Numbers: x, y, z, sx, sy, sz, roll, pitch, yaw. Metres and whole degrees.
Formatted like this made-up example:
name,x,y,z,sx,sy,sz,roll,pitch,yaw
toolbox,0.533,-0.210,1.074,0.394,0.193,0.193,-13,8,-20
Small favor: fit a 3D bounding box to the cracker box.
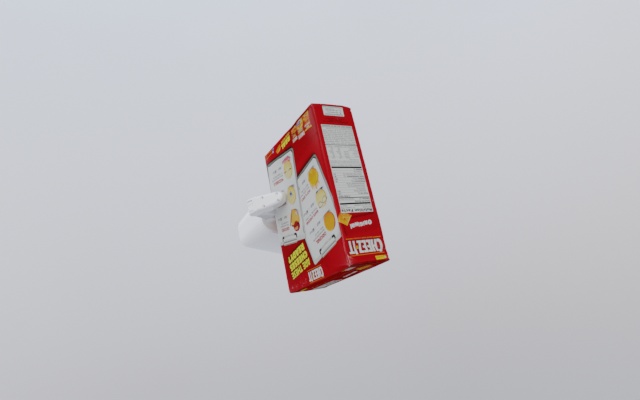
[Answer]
name,x,y,z,sx,sy,sz,roll,pitch,yaw
cracker box,0.000,0.002,0.650,0.072,0.213,0.164,-3,-19,-31
